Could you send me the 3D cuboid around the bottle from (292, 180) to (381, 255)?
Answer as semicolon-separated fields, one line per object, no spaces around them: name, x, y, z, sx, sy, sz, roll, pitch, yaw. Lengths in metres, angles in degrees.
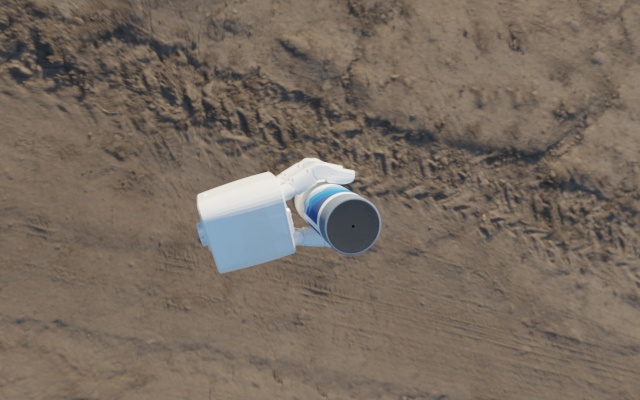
bottle;0.000;0.002;0.668;0.069;0.069;0.295;0;11;-15
